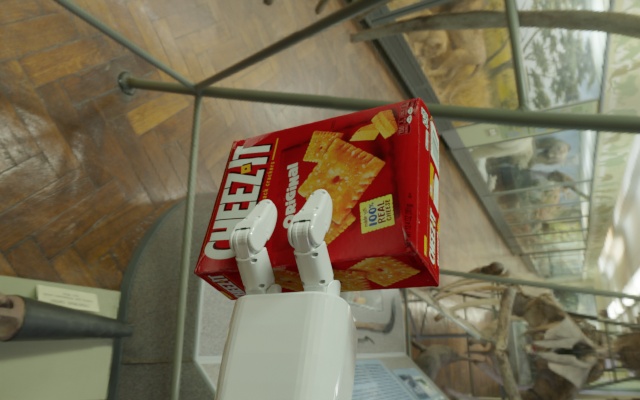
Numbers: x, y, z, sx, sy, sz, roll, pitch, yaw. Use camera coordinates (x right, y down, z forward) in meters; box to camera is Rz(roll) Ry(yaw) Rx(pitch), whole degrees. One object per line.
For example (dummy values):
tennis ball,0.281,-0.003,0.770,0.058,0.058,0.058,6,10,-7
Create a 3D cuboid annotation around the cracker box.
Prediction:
cracker box,0.000,0.002,0.452,0.214,0.164,0.072,-8,-37,26
